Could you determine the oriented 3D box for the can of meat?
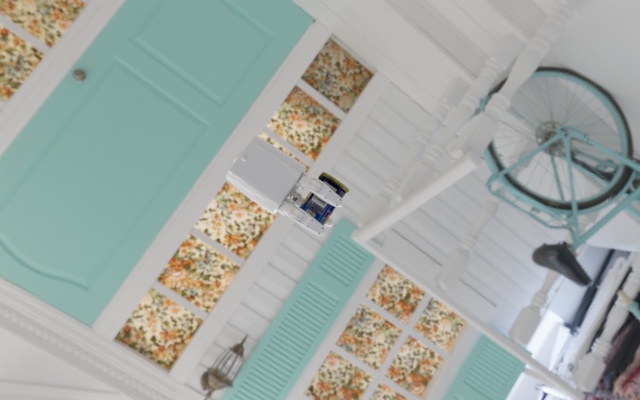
[{"bbox_3d":[0.000,0.003,0.847,0.057,0.084,0.102,35,-6,-3],"label":"can of meat"}]
